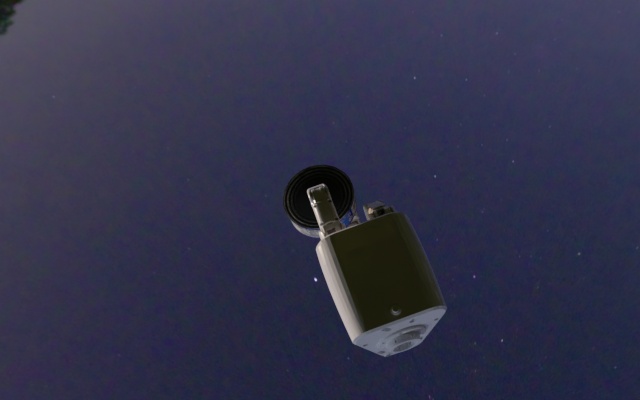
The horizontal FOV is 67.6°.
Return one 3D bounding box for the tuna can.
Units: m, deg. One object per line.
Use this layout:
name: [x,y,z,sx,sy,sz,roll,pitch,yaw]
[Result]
tuna can: [0.000,0.002,0.576,0.086,0.086,0.034,0,-28,13]
